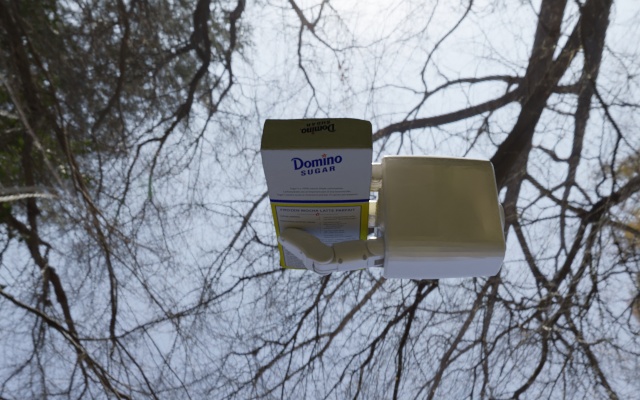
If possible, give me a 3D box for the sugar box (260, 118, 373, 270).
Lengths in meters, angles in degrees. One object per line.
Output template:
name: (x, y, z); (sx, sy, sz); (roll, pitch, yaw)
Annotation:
sugar box: (0.000, 0.001, 0.454); (0.093, 0.048, 0.176); (0, -43, 2)
